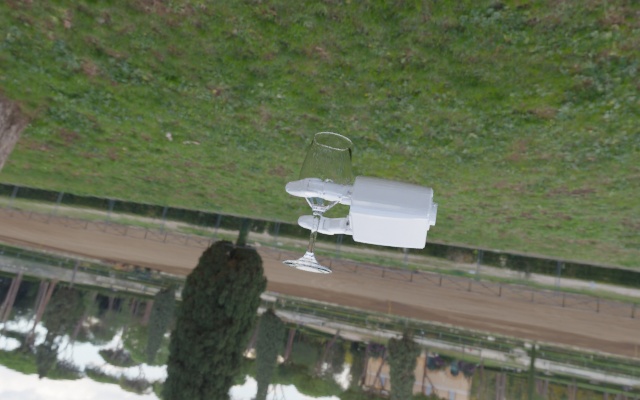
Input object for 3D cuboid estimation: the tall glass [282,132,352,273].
[{"bbox_3d":[0.000,0.003,0.713,0.079,0.201,0.079,10,-15,3],"label":"tall glass"}]
